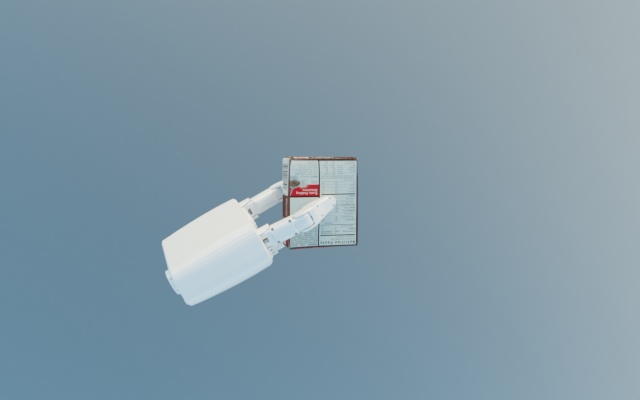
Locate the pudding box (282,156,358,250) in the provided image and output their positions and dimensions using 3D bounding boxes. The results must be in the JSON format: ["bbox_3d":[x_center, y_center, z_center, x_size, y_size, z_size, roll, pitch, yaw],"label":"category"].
[{"bbox_3d":[0.000,0.002,0.593,0.090,0.113,0.039,-1,6,-16],"label":"pudding box"}]
